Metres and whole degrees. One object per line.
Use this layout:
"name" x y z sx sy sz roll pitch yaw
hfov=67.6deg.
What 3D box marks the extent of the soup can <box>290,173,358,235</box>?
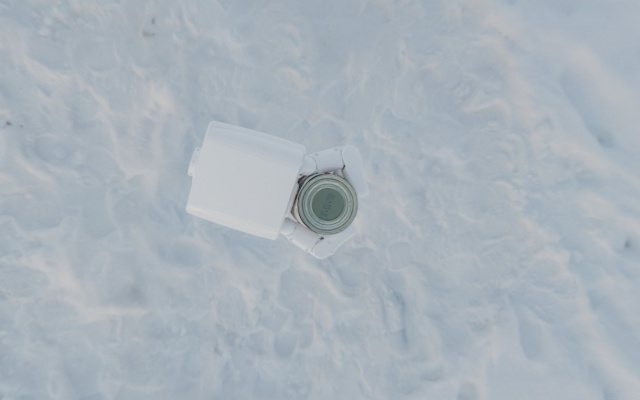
"soup can" 0.001 0.002 0.553 0.068 0.068 0.102 0 2 -9
